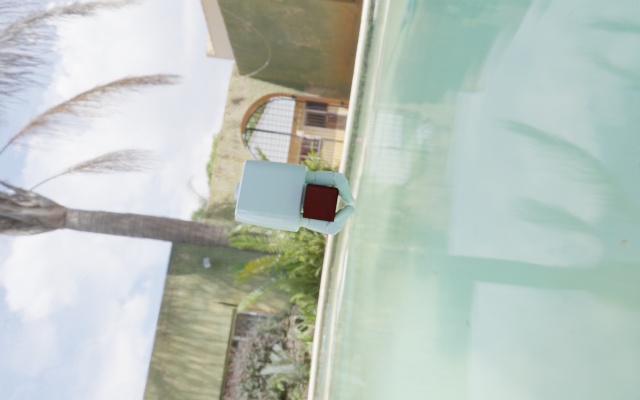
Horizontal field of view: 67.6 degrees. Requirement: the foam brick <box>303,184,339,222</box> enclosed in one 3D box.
[{"bbox_3d":[0.000,0.002,0.771,0.051,0.053,0.078,9,4,0],"label":"foam brick"}]
